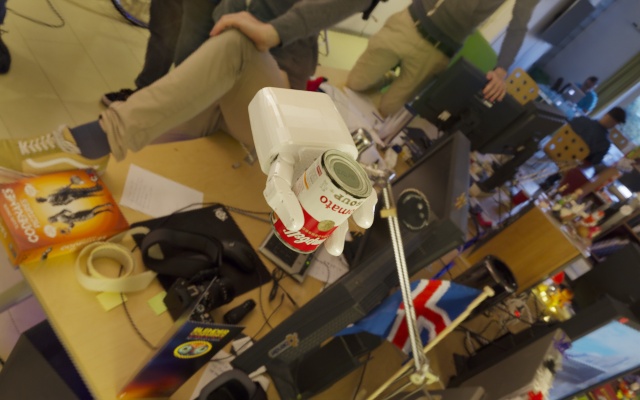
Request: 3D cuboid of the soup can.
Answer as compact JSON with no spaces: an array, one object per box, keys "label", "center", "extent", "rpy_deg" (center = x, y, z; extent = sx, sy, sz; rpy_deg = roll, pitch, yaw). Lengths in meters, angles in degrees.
[{"label":"soup can","center":[0.000,0.002,0.522],"extent":[0.068,0.068,0.102],"rpy_deg":[0,-38,-47]}]
